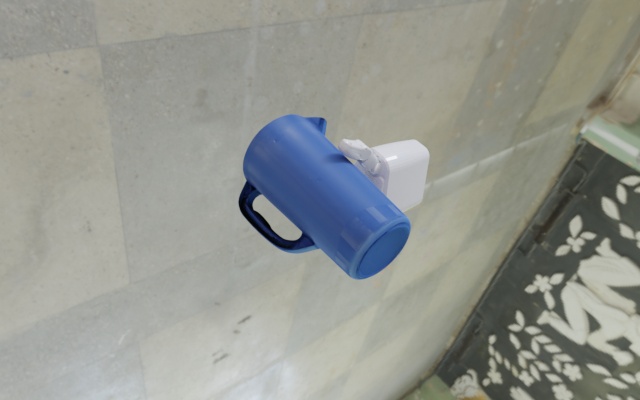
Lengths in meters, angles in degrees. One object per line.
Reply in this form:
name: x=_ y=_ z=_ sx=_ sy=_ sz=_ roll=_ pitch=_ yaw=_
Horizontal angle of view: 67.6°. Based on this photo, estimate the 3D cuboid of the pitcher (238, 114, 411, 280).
pitcher: x=0.000 y=0.002 z=0.674 sx=0.145 sy=0.149 sz=0.242 roll=-16 pitch=49 yaw=-39
